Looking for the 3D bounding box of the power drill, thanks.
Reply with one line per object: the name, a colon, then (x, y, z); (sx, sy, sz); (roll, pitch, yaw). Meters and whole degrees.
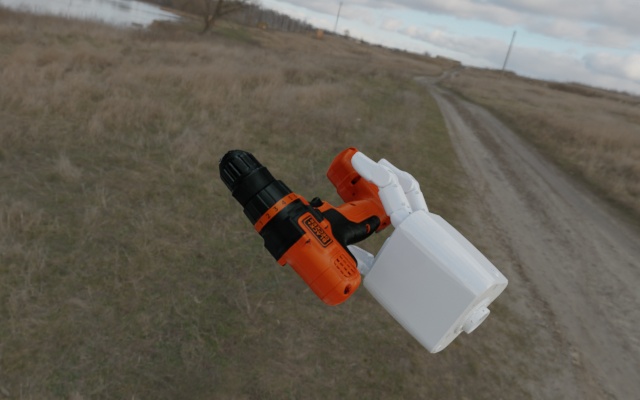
power drill: (0.001, 0.002, 0.520); (0.057, 0.184, 0.187); (-44, -7, 38)
